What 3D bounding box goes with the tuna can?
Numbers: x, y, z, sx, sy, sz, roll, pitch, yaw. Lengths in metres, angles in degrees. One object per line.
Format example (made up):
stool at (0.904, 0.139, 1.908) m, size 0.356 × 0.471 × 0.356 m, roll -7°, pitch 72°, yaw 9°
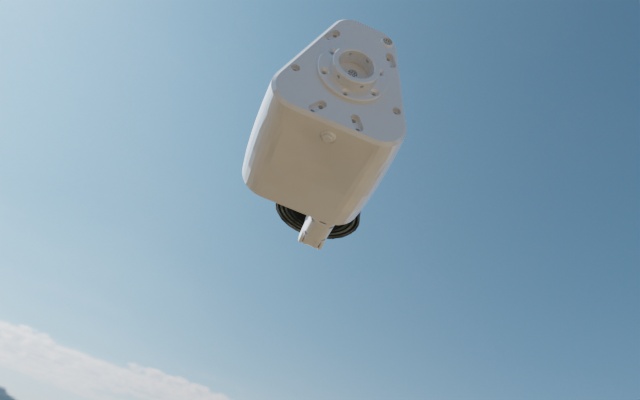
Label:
tuna can at (0.000, 0.001, 0.485) m, size 0.086 × 0.033 × 0.086 m, roll 10°, pitch -36°, yaw 7°
